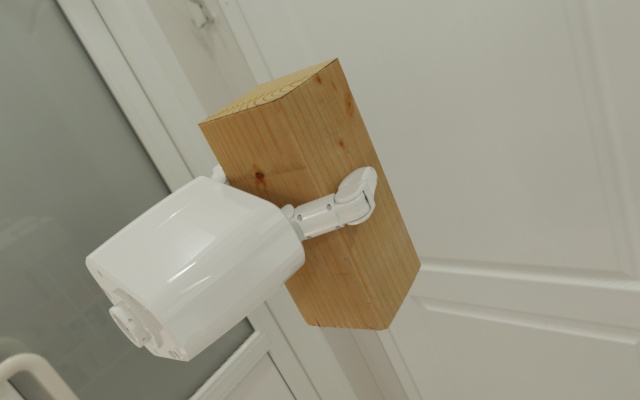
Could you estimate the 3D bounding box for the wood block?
[{"bbox_3d":[0.000,0.001,0.407,0.091,0.206,0.090,-7,28,38],"label":"wood block"}]
